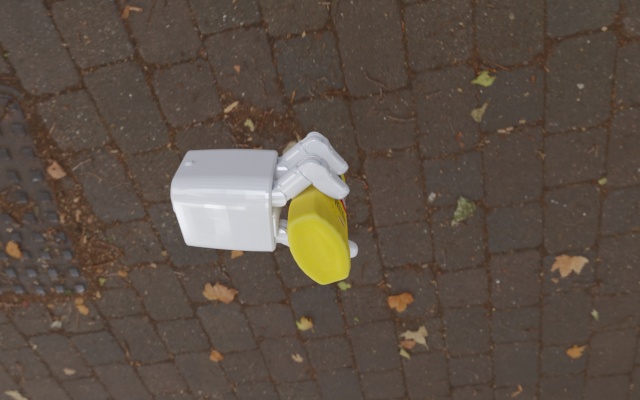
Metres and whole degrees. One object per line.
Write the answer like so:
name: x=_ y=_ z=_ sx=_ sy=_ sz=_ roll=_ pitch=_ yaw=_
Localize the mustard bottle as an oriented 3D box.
mustard bottle: x=0.000 y=0.002 z=0.566 sx=0.058 sy=0.096 sz=0.191 roll=-20 pitch=31 yaw=13
